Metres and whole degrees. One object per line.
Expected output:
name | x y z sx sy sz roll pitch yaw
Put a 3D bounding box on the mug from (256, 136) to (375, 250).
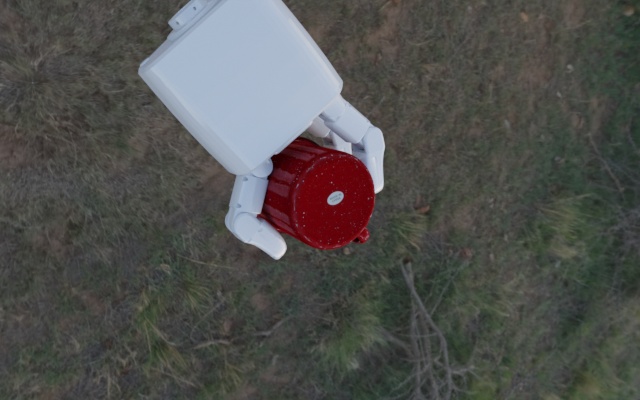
mug | 0.001 0.002 0.418 0.117 0.093 0.081 46 -13 -29
